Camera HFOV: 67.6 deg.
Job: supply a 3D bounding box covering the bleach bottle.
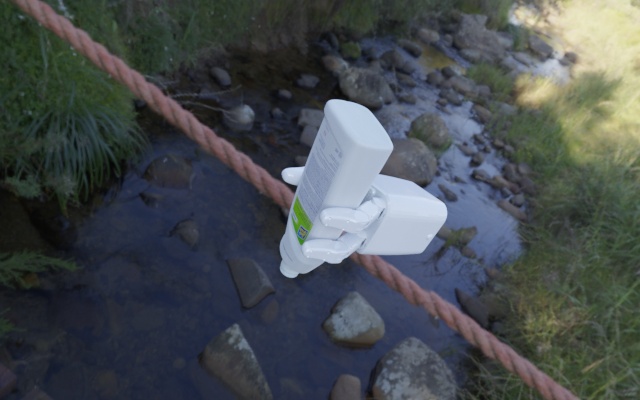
[{"bbox_3d":[0.000,0.002,0.624,0.068,0.251,0.102,5,40,-30],"label":"bleach bottle"}]
